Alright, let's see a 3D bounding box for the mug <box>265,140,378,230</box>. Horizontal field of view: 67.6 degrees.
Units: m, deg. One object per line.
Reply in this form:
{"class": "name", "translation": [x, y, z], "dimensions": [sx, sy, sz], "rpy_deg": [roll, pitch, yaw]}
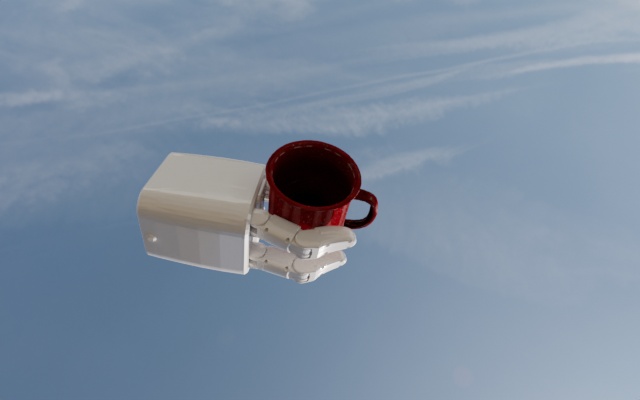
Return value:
{"class": "mug", "translation": [0.001, 0.002, 0.488], "dimensions": [0.117, 0.093, 0.082], "rpy_deg": [11, -41, -1]}
